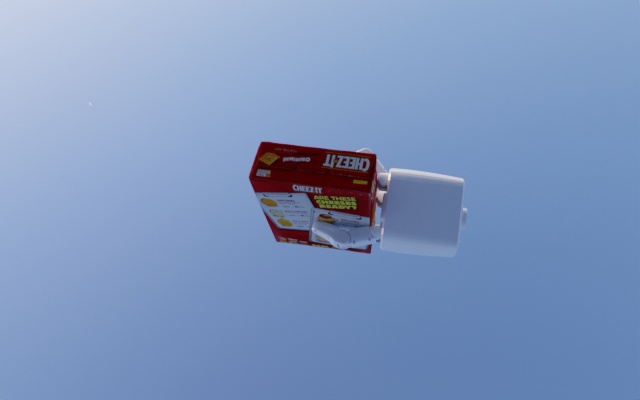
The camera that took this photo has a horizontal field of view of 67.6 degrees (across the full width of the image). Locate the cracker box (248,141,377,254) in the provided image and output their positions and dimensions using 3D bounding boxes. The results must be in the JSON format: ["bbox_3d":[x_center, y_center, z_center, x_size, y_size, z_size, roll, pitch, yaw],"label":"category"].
[{"bbox_3d":[0.000,0.003,0.717,0.164,0.072,0.214,7,-27,9],"label":"cracker box"}]
